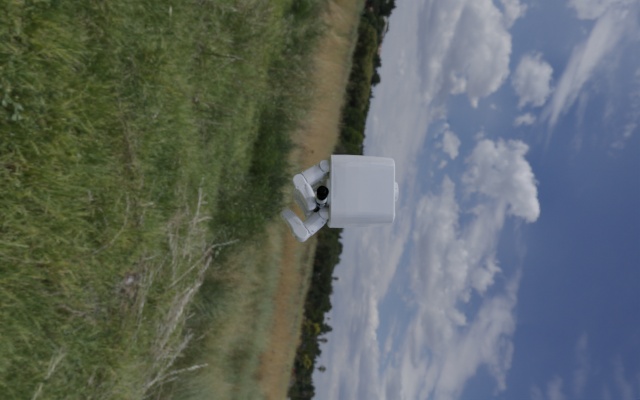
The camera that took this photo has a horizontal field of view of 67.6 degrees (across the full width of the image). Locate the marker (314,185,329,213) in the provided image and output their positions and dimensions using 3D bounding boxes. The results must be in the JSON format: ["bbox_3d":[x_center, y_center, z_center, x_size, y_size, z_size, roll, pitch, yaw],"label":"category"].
[{"bbox_3d":[0.000,0.002,0.758,0.020,0.020,0.121,0,-17,-4],"label":"marker"}]
